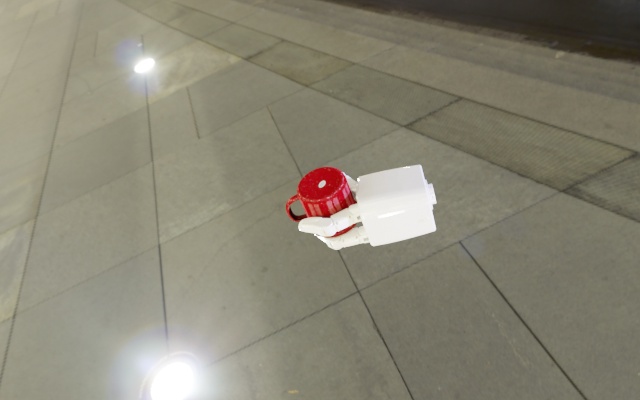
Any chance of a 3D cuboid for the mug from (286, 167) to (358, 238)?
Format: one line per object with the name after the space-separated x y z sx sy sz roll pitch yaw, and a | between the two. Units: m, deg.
-0.001 0.003 0.778 0.117 0.093 0.082 -14 -47 10 | mug
